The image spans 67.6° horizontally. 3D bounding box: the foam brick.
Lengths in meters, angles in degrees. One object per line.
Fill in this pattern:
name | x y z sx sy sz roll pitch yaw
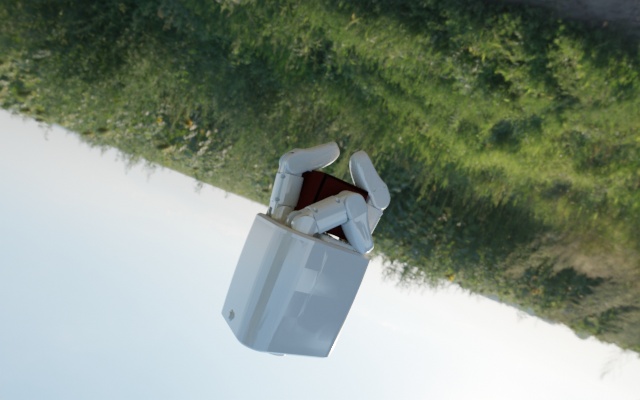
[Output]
foam brick | 0.000 0.001 0.473 0.053 0.051 0.078 22 -1 -25
